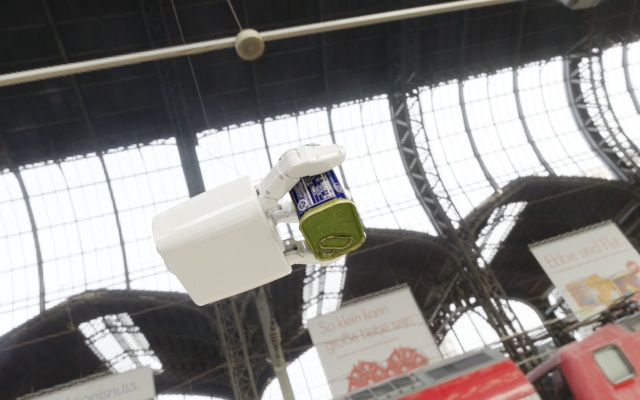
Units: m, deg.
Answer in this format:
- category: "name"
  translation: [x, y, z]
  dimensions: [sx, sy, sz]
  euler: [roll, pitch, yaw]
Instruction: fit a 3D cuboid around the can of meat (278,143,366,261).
- category: "can of meat"
  translation: [0.000, 0.001, 0.493]
  dimensions: [0.057, 0.084, 0.102]
  euler: [-24, -33, 0]
